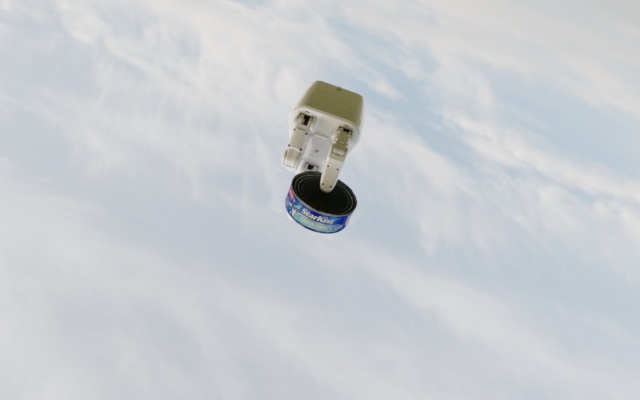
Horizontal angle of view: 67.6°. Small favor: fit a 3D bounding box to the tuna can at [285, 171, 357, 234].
[{"bbox_3d":[0.000,0.002,0.595,0.086,0.034,0.086,16,34,-11],"label":"tuna can"}]
